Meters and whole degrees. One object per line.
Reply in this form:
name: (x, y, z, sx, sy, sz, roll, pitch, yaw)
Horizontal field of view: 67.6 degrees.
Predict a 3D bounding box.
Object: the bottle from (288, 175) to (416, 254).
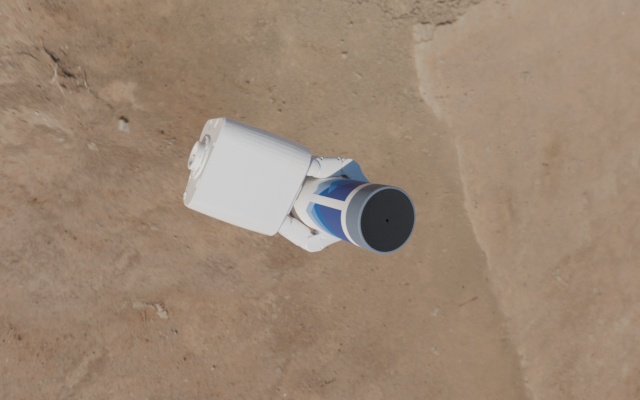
bottle: (0.000, 0.002, 0.588, 0.069, 0.069, 0.295, 0, 7, -26)
